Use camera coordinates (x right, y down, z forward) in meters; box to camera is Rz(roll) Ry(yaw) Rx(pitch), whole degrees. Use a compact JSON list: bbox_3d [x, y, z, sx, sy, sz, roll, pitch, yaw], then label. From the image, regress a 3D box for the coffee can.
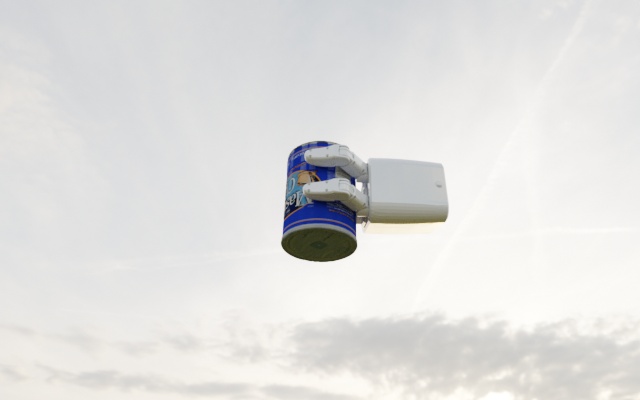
[{"bbox_3d":[0.000,0.002,0.672,0.103,0.140,0.103,1,-32,1],"label":"coffee can"}]
